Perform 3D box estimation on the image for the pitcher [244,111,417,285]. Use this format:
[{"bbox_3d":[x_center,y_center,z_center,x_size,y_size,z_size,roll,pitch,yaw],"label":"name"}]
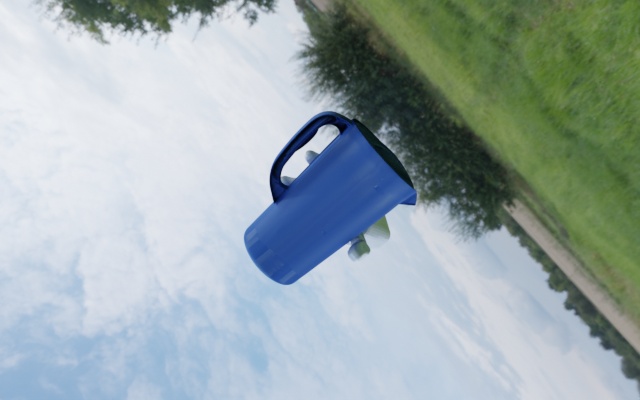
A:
[{"bbox_3d":[0.000,0.002,0.678,0.243,0.149,0.145,-41,-28,15],"label":"pitcher"}]
